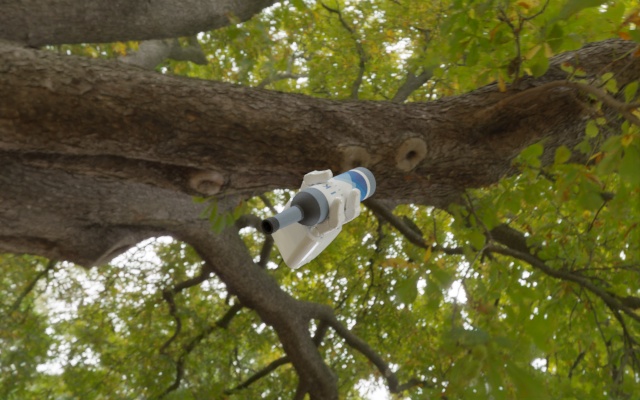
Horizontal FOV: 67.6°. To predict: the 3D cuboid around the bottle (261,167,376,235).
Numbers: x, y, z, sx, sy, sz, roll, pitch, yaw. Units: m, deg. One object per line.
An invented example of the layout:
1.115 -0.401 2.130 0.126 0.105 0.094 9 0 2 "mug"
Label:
0.000 0.003 0.891 0.069 0.069 0.295 0 16 38 "bottle"
